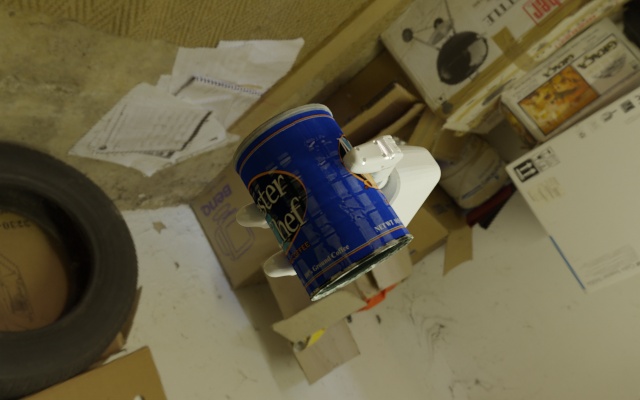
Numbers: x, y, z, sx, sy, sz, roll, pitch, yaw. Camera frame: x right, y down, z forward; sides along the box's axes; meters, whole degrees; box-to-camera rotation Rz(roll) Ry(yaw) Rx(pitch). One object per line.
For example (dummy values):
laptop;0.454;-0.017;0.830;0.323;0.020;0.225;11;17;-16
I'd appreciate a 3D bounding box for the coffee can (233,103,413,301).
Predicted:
coffee can;0.000;0.001;0.422;0.103;0.140;0.103;-30;-14;-8
